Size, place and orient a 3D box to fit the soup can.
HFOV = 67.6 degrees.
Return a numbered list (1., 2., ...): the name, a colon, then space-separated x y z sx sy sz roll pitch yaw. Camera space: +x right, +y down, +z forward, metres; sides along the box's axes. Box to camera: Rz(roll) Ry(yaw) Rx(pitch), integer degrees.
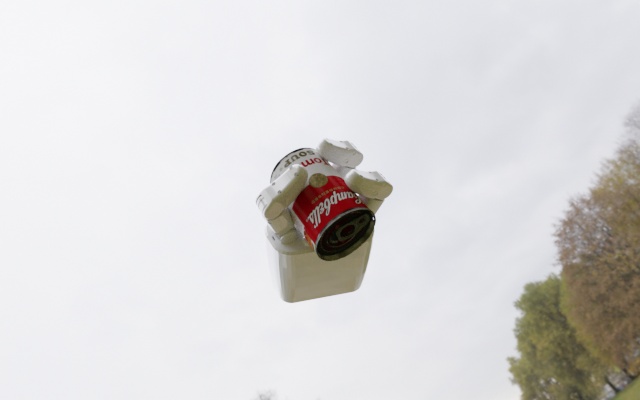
1. soup can: 0.000 0.001 0.485 0.068 0.068 0.102 0 40 -41
